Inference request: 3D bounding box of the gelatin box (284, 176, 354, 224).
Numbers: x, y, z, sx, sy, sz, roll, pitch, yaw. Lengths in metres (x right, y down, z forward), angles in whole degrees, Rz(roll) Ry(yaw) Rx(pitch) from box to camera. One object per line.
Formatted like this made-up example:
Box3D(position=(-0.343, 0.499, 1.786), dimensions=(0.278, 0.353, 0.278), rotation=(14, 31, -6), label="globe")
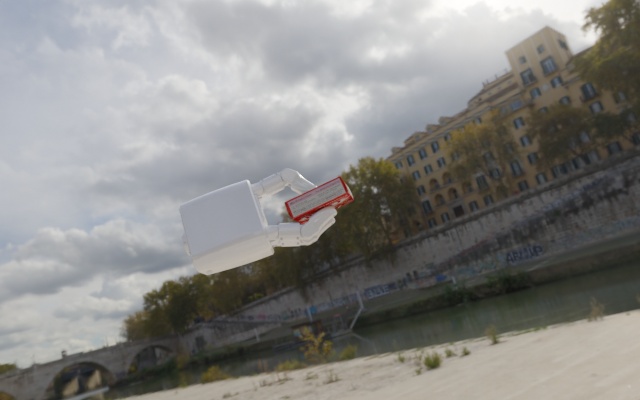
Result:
Box3D(position=(0.000, 0.002, 0.689), dimensions=(0.089, 0.030, 0.073), rotation=(-26, -12, 6), label="gelatin box")
